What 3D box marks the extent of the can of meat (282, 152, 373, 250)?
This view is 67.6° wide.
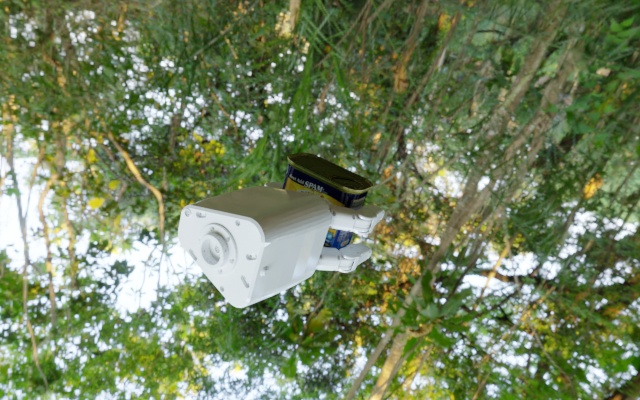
[{"bbox_3d":[0.000,0.002,0.565,0.102,0.084,0.057,27,23,23],"label":"can of meat"}]
